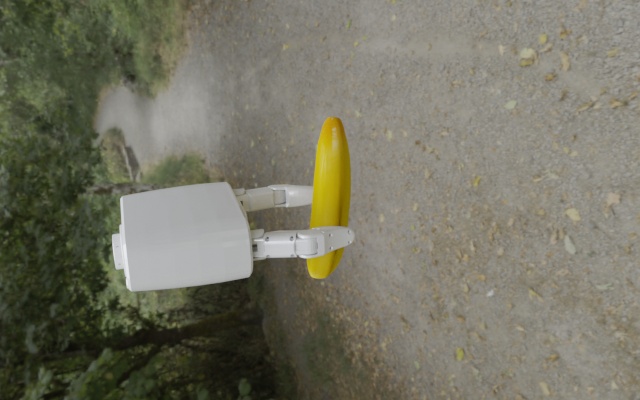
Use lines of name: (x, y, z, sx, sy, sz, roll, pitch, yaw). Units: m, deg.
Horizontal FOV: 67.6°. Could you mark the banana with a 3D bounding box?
banana: (0.005, 0.015, 0.492, 0.037, 0.198, 0.069, -5, 37, -17)
